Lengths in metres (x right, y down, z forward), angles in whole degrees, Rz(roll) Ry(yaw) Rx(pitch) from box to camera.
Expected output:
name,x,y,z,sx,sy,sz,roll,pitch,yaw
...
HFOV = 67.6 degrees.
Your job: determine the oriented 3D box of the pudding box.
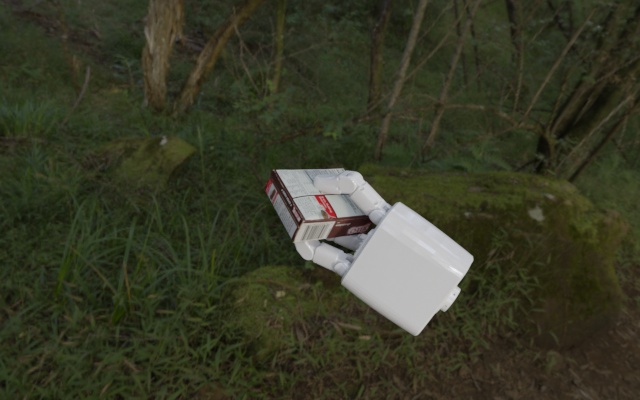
name,x,y,z,sx,sy,sz,roll,pitch,yaw
pudding box,0.000,0.002,0.586,0.113,0.039,0.090,-3,46,-37
